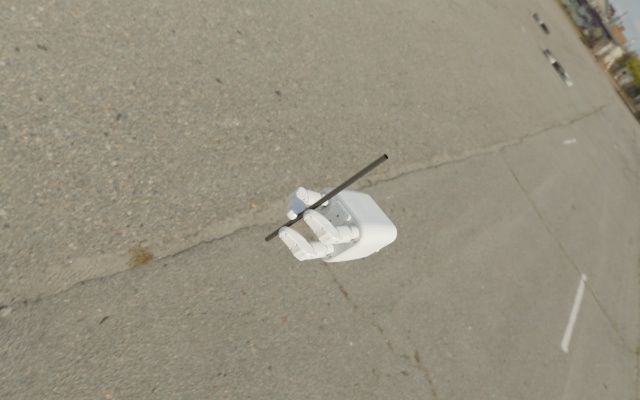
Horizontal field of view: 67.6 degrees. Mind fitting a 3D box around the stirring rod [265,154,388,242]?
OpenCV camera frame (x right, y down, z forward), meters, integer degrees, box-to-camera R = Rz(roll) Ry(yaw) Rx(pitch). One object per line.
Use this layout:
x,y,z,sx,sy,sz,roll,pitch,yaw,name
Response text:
0.000,0.002,0.666,0.239,0.011,0.011,-35,-21,33,stirring rod
